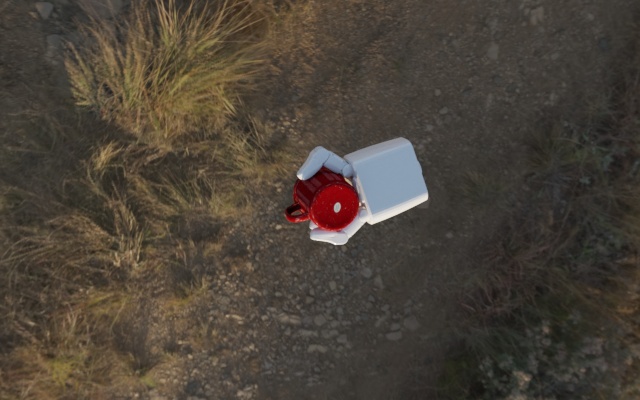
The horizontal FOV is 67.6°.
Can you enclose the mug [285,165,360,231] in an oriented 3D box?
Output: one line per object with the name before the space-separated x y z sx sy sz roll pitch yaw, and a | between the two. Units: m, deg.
mug | -0.001 0.003 0.749 0.117 0.093 0.081 -22 23 -10
